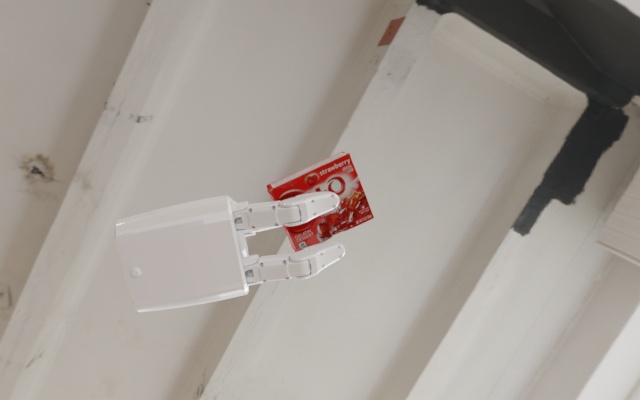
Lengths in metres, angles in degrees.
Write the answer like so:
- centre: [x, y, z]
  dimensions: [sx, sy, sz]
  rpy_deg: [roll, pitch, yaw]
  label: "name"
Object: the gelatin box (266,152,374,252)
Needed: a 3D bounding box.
- centre: [0.000, 0.001, 0.483]
  dimensions: [0.089, 0.073, 0.030]
  rpy_deg: [-25, 15, -8]
  label: "gelatin box"
